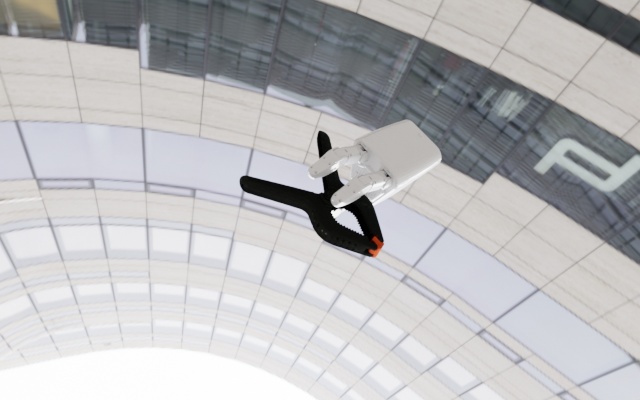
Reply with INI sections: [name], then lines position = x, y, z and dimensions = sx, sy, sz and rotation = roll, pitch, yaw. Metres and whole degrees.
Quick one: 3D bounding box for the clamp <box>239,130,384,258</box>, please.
[clamp]
position = 0.000, 0.003, 0.667
dimensions = 0.164, 0.210, 0.036
rotation = -28, -23, -27
